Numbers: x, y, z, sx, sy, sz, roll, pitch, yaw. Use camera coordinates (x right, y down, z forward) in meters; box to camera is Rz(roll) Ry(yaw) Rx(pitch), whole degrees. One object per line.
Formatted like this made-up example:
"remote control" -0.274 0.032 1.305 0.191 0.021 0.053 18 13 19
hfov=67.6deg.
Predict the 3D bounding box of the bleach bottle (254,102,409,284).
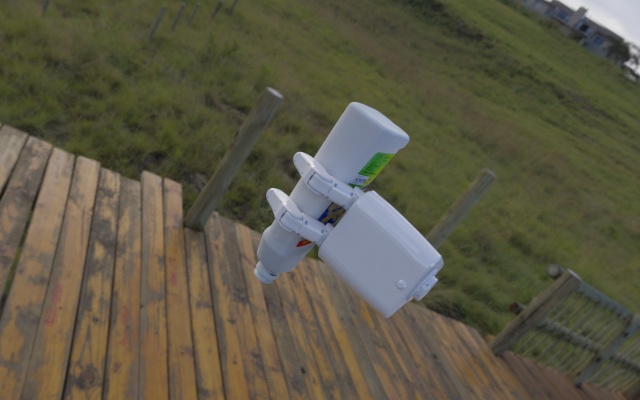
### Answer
"bleach bottle" 0.000 0.002 0.589 0.068 0.251 0.102 43 19 19
